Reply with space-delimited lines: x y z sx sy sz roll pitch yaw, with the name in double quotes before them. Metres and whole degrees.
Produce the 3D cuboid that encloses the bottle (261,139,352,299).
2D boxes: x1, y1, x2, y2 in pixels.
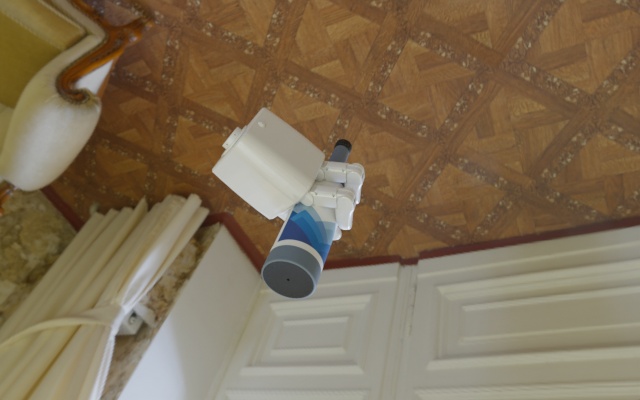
"bottle" 0.000 0.002 0.661 0.069 0.069 0.295 0 38 19
